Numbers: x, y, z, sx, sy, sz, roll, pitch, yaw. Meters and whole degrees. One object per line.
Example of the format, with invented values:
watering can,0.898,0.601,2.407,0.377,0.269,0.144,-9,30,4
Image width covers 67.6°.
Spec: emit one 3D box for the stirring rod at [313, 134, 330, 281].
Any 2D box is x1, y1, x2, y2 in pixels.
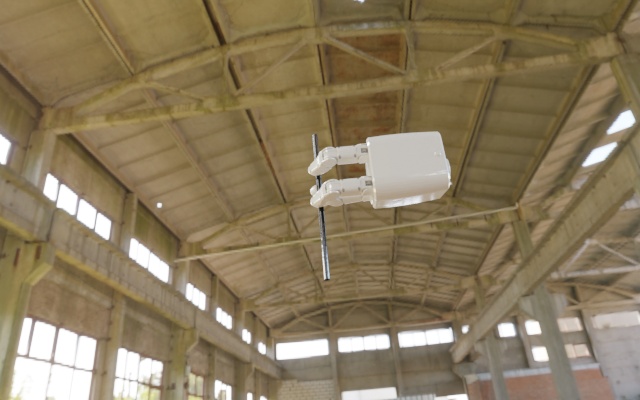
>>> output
stirring rod,0.000,0.002,0.711,0.011,0.239,0.011,-4,-27,-2
